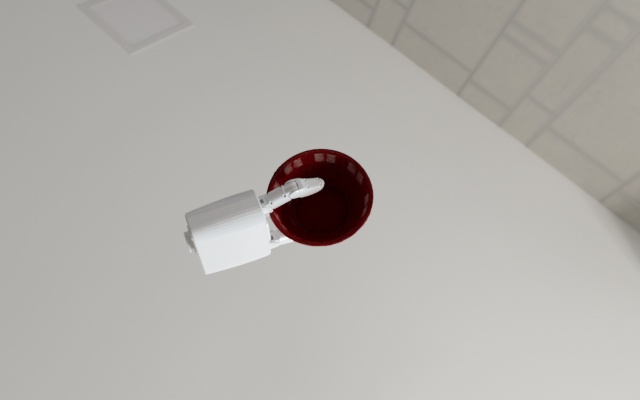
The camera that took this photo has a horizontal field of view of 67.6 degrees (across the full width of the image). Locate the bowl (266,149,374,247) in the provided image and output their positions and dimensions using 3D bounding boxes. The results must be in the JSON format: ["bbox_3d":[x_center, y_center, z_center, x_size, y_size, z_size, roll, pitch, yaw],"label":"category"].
[{"bbox_3d":[0.001,0.002,0.738,0.162,0.162,0.055,0,-24,4],"label":"bowl"}]
